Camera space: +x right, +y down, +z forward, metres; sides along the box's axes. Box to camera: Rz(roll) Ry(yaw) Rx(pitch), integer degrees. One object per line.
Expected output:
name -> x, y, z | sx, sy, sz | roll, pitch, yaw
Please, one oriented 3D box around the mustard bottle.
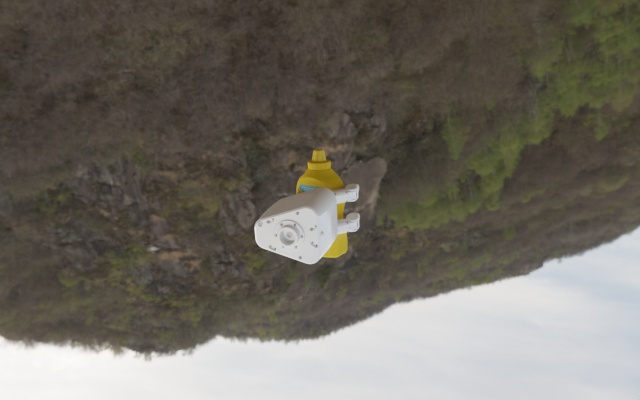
mustard bottle -> 0.000, 0.003, 0.868 | 0.096, 0.192, 0.058 | 10, 20, 38
